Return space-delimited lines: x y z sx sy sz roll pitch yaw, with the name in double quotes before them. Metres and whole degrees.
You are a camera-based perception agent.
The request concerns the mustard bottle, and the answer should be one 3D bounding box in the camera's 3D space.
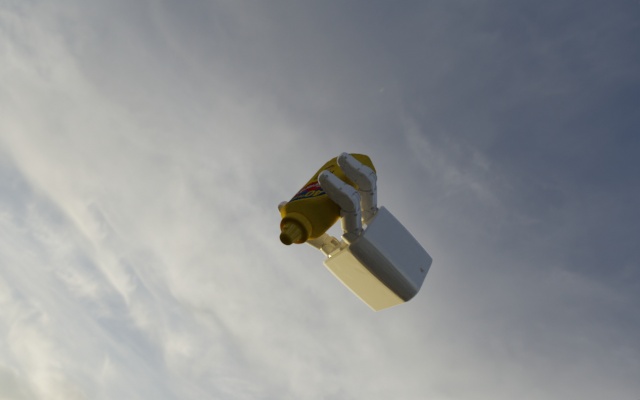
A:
"mustard bottle" 0.000 0.002 0.648 0.096 0.058 0.191 -13 22 36
